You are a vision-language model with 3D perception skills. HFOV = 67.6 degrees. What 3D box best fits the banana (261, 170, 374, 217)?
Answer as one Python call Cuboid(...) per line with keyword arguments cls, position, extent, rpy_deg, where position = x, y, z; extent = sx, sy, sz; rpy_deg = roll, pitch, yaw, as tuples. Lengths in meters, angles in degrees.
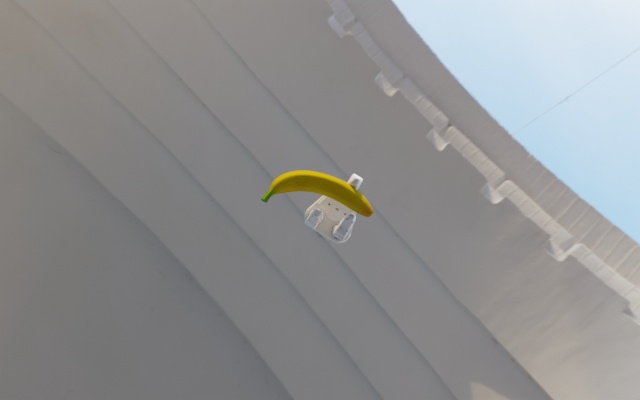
Cuboid(cls="banana", position=(-0.001, -0.016, 0.845), extent=(0.198, 0.069, 0.037), rpy_deg=(8, -8, -3))
